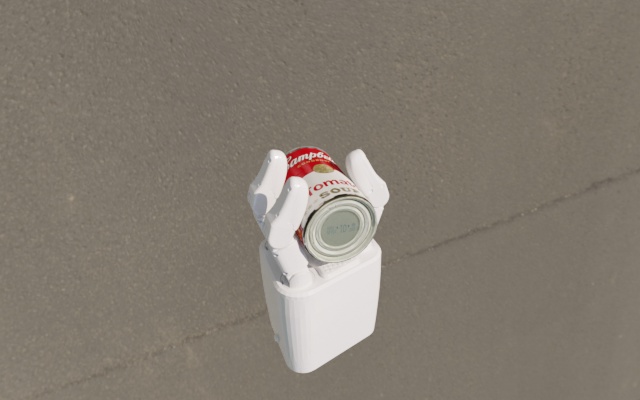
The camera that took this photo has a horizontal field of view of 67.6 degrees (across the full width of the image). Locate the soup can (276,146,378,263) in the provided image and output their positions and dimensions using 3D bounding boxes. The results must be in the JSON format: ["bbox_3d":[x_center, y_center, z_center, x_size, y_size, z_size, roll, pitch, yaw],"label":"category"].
[{"bbox_3d":[0.000,0.001,0.432,0.068,0.068,0.102,0,28,-23],"label":"soup can"}]
